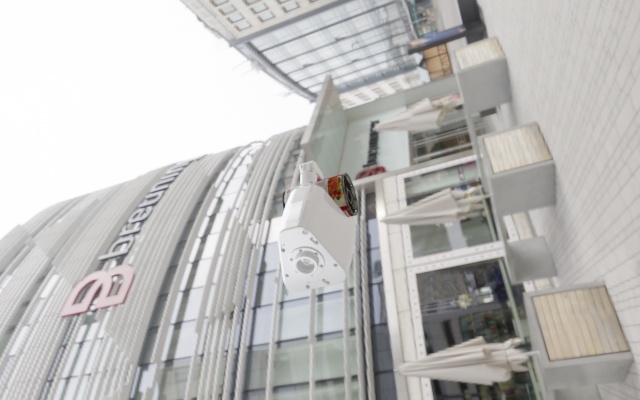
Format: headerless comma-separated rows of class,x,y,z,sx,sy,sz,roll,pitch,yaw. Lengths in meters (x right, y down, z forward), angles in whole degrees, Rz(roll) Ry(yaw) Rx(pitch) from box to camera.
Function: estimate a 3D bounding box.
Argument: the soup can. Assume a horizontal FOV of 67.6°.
soup can,0.000,0.002,0.746,0.102,0.068,0.068,-15,-4,17
